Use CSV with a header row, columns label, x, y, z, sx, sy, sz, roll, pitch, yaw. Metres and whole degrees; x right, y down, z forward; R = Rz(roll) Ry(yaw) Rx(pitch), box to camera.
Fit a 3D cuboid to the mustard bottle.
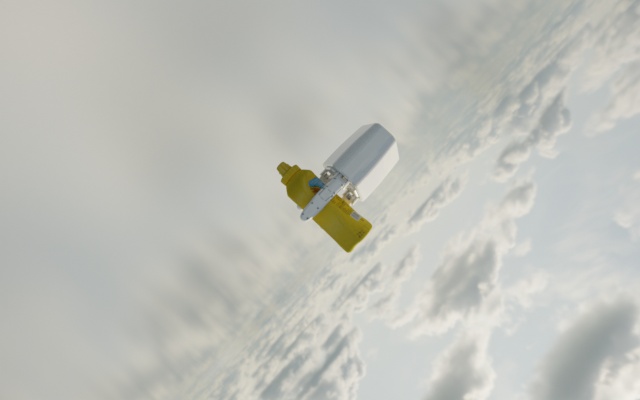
label,x,y,z,sx,sy,sz,roll,pitch,yaw
mustard bottle,0.000,0.003,0.817,0.191,0.058,0.096,43,21,4
